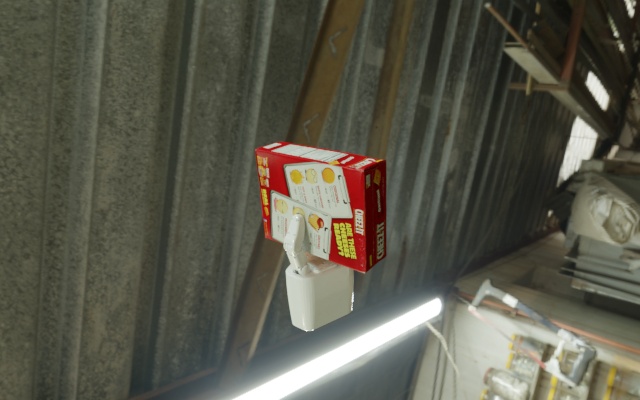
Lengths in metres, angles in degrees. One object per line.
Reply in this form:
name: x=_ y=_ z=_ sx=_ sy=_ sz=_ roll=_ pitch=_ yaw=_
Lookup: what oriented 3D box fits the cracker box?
cracker box: x=0.000 y=0.003 z=0.760 sx=0.213 sy=0.164 sz=0.072 roll=14 pitch=29 yaw=36
